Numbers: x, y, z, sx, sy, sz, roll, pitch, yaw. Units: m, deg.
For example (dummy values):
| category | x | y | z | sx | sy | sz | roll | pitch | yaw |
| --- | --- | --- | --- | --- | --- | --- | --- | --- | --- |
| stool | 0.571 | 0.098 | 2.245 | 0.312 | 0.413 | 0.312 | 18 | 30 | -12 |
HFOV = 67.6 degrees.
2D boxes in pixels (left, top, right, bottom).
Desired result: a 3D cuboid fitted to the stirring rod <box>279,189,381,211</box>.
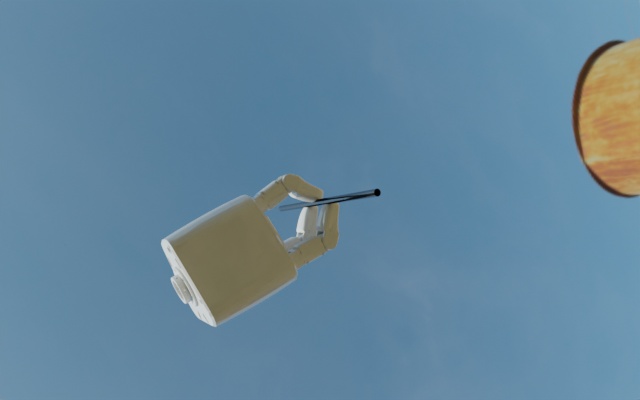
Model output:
| category | x | y | z | sx | sy | sz | roll | pitch | yaw |
| --- | --- | --- | --- | --- | --- | --- | --- | --- | --- |
| stirring rod | 0.000 | 0.002 | 0.579 | 0.011 | 0.011 | 0.239 | 0 | -5 | -28 |
